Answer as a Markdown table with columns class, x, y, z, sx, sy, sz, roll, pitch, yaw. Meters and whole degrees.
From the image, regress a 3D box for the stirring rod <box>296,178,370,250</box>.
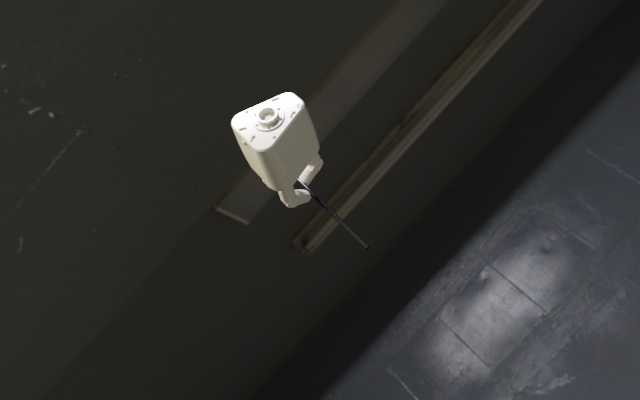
| class | x | y | z | sx | sy | sz | roll | pitch | yaw |
| --- | --- | --- | --- | --- | --- | --- | --- | --- | --- |
| stirring rod | 0.000 | 0.003 | 0.816 | 0.239 | 0.011 | 0.011 | 44 | 26 | 30 |
